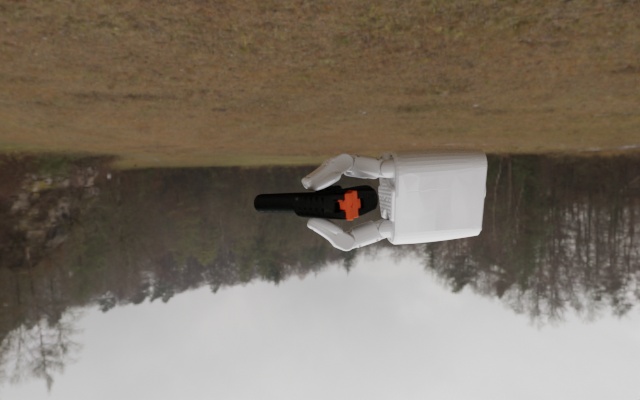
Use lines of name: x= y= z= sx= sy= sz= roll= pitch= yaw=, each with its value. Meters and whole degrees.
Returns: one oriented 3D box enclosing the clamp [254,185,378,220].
clamp: x=0.000 y=0.003 z=0.562 sx=0.164 sy=0.036 sz=0.210 roll=-6 pitch=3 yaw=-4
